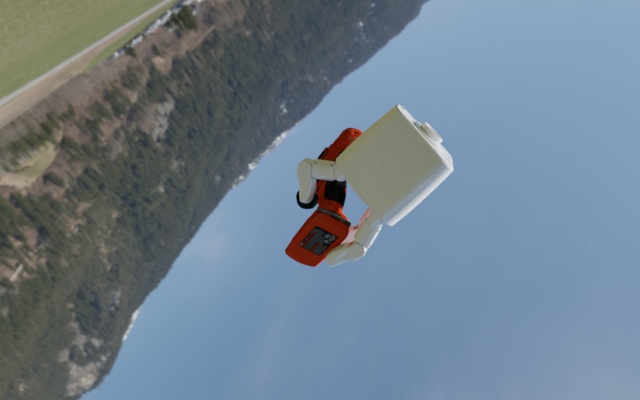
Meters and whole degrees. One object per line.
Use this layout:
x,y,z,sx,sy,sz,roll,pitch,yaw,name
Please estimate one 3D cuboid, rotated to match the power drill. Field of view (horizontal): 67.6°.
0.000,0.003,0.711,0.057,0.187,0.184,25,-45,-14,power drill
